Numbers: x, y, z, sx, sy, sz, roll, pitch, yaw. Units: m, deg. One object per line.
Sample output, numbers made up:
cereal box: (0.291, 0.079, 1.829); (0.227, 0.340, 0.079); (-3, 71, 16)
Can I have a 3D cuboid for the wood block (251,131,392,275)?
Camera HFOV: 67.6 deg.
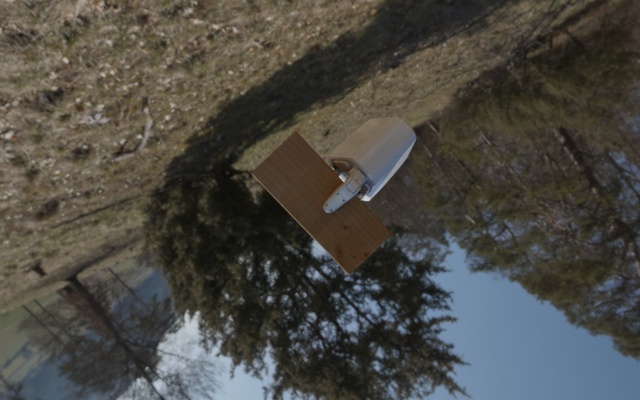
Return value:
wood block: (0.001, 0.002, 0.729); (0.090, 0.206, 0.091); (-44, 5, 0)
